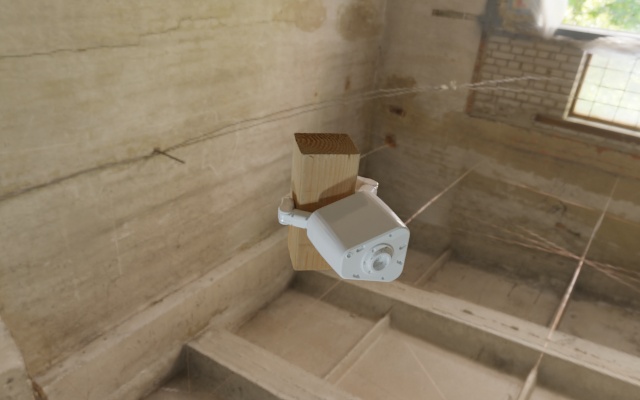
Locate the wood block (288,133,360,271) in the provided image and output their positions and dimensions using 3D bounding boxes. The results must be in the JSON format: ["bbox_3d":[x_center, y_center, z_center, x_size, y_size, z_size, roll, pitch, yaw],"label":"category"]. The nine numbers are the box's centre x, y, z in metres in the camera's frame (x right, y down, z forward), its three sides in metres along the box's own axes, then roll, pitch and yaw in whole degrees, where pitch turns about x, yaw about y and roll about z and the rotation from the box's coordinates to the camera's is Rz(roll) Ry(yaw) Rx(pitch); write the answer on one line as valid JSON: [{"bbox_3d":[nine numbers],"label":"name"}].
[{"bbox_3d":[0.000,0.003,0.773,0.091,0.206,0.090,-1,28,-11],"label":"wood block"}]
